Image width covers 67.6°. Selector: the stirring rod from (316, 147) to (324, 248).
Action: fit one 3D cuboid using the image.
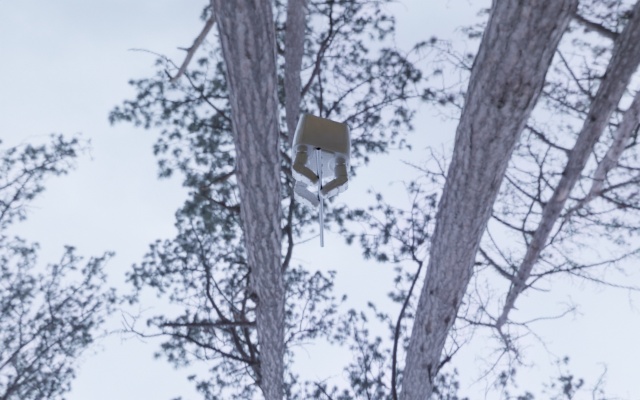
[{"bbox_3d":[0.000,0.003,0.869,0.011,0.240,0.011,-1,43,1],"label":"stirring rod"}]
